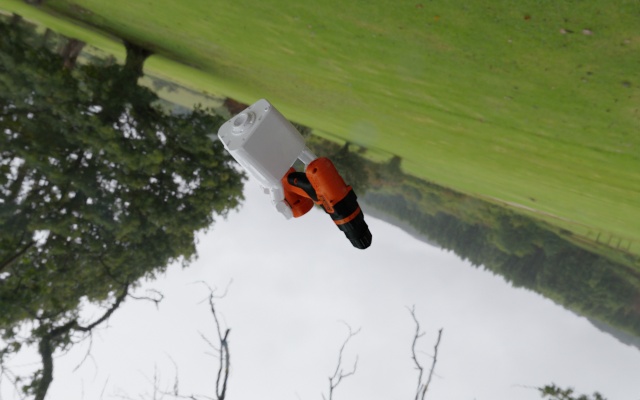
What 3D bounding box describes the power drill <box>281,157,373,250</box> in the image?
[{"bbox_3d":[0.000,0.003,0.856,0.057,0.184,0.187,-41,25,-24],"label":"power drill"}]
